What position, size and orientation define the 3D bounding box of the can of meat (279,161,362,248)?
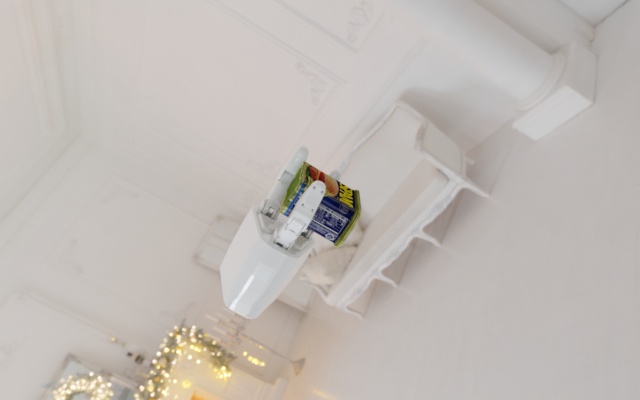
[{"bbox_3d":[0.000,0.002,0.599,0.084,0.057,0.102,30,19,-9],"label":"can of meat"}]
